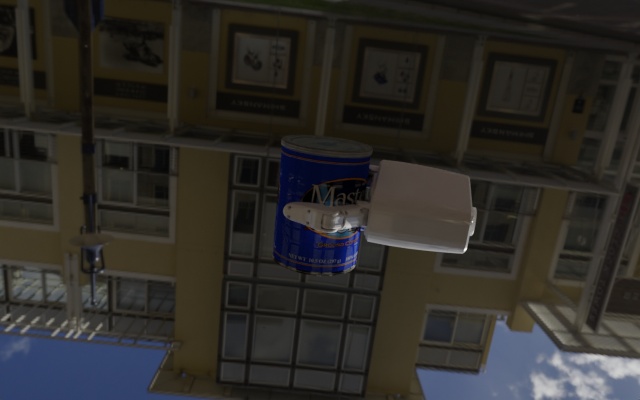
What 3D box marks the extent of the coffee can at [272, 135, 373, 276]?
[{"bbox_3d":[0.000,0.002,0.553,0.103,0.140,0.102,6,16,-2],"label":"coffee can"}]
